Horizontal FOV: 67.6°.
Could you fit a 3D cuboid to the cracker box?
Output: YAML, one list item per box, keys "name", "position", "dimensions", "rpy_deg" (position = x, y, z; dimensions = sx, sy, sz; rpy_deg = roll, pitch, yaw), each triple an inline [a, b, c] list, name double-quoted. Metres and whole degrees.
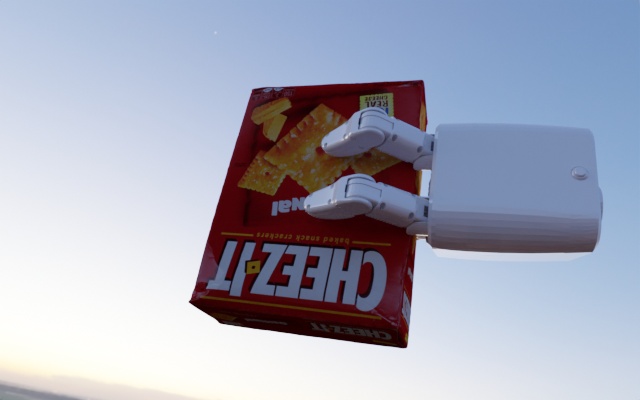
- name: "cracker box"
  position: [0.000, 0.001, 0.405]
  dimensions: [0.164, 0.213, 0.072]
  rpy_deg: [2, -27, 17]
